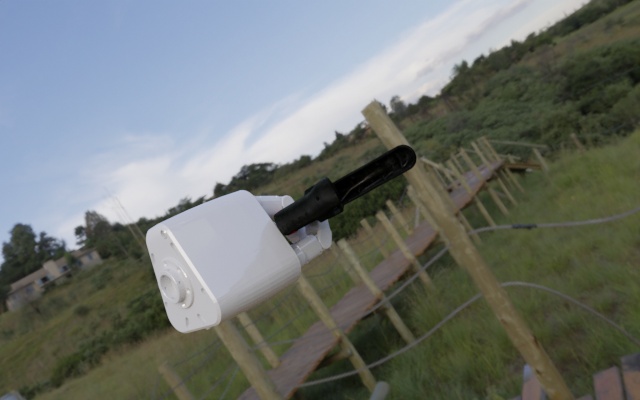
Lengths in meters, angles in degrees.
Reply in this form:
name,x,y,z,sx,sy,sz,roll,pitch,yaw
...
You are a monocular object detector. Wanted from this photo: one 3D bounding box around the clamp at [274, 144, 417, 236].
name,x,y,z,sx,sy,sz,roll,pitch,yaw
clamp,0.000,0.001,0.457,0.120,0.039,0.171,-16,-13,-47
